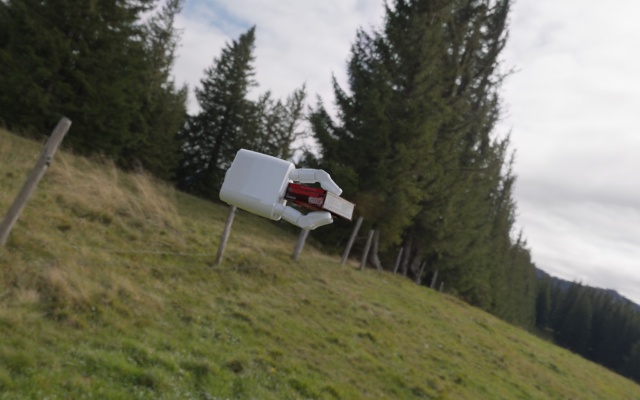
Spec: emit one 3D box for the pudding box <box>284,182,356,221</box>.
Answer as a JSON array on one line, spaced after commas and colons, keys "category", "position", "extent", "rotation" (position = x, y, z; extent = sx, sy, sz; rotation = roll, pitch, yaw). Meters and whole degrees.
[{"category": "pudding box", "position": [0.000, 0.003, 0.892], "extent": [0.090, 0.039, 0.113], "rotation": [14, -4, 34]}]
